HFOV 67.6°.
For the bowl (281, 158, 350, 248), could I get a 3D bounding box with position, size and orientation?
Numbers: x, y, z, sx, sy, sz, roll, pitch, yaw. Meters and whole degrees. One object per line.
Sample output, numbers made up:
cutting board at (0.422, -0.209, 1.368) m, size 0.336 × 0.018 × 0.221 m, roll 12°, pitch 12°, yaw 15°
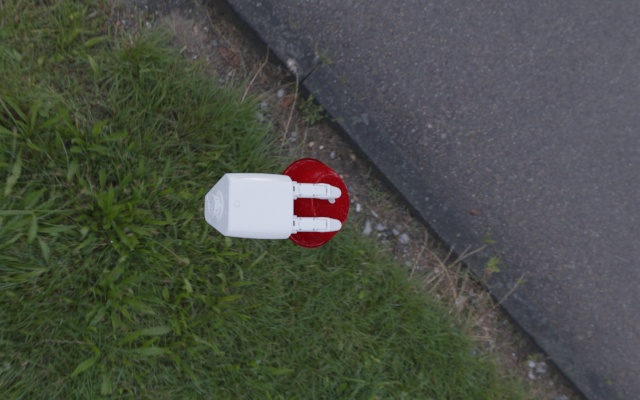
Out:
bowl at (0.001, 0.002, 0.832) m, size 0.162 × 0.162 × 0.055 m, roll 0°, pitch -4°, yaw -43°
